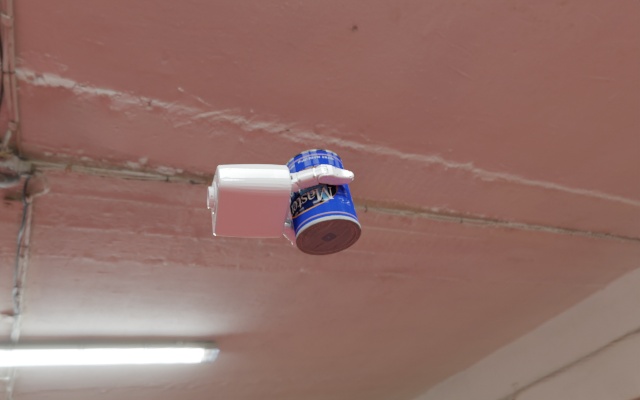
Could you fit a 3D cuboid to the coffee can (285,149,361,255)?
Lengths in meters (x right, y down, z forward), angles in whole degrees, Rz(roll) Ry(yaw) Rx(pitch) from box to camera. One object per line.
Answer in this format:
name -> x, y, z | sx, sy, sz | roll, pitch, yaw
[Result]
coffee can -> 0.000, 0.003, 0.771 | 0.103, 0.140, 0.103 | -9, -35, -6
